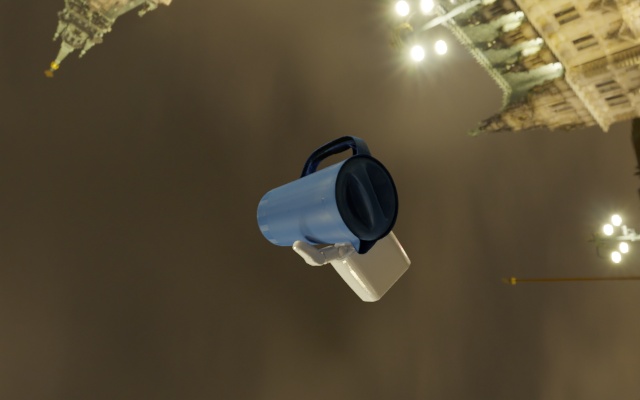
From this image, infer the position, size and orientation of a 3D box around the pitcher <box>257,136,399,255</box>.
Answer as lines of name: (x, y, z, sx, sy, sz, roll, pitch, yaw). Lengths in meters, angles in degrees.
pitcher: (0.000, 0.003, 0.800, 0.243, 0.145, 0.149, -13, 30, 49)
